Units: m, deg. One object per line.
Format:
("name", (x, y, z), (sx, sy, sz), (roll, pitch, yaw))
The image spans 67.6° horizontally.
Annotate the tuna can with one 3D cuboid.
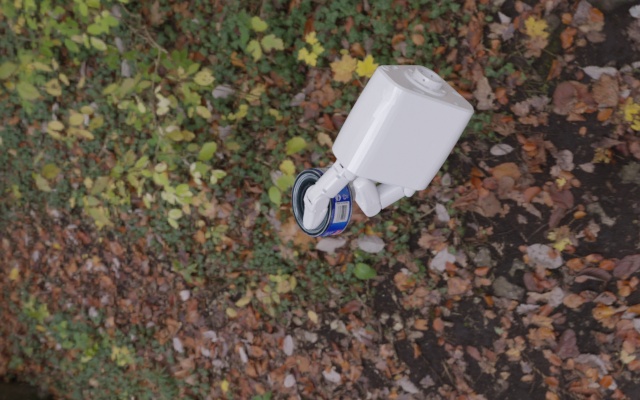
("tuna can", (0.000, 0.002, 0.591), (0.034, 0.086, 0.086), (-6, 4, -37))
